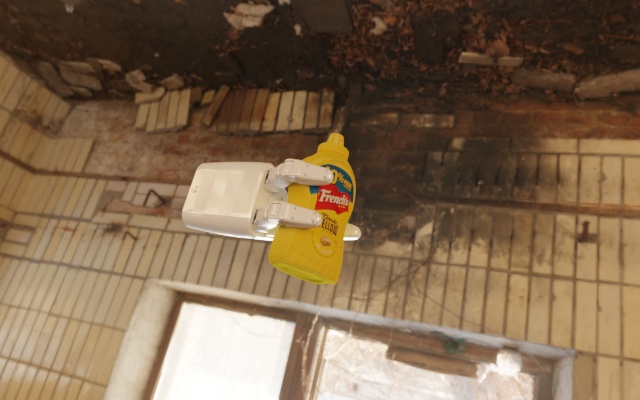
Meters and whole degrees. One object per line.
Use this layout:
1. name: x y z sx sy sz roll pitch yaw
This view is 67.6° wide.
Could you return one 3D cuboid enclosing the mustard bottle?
1. mustard bottle: 0.000 0.002 0.600 0.096 0.191 0.058 30 -26 -37
